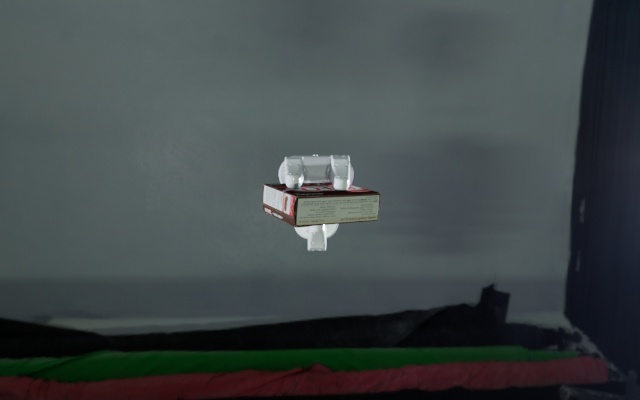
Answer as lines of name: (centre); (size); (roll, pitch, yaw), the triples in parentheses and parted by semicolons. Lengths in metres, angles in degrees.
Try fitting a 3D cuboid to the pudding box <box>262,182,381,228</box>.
pudding box: (0.000, 0.002, 0.561); (0.113, 0.039, 0.090); (-5, 12, -29)
